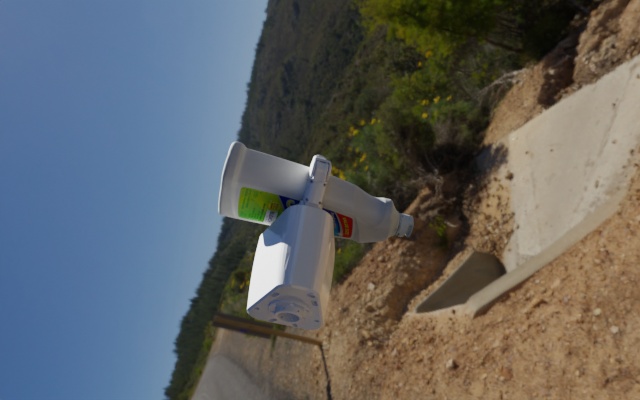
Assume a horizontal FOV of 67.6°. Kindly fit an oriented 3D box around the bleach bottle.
[{"bbox_3d":[0.000,0.002,0.616,0.251,0.068,0.103,13,-38,-7],"label":"bleach bottle"}]
